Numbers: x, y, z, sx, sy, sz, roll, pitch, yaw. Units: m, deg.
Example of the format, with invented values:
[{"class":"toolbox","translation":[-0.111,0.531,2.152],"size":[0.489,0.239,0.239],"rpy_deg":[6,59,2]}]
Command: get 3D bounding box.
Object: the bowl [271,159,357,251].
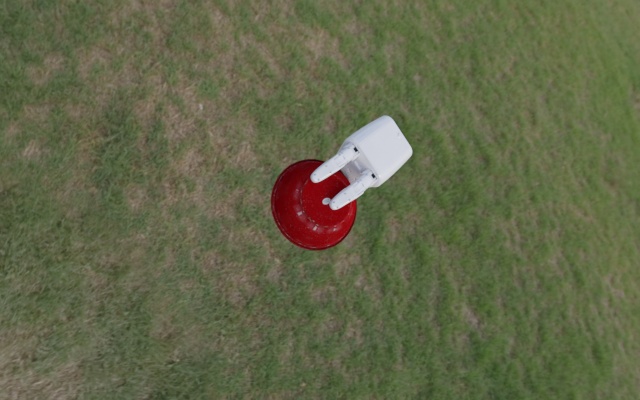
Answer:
[{"class":"bowl","translation":[0.000,0.004,0.808],"size":[0.162,0.162,0.055],"rpy_deg":[0,-9,-22]}]
